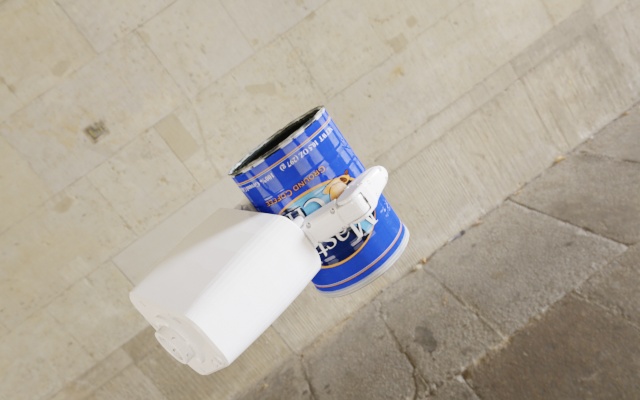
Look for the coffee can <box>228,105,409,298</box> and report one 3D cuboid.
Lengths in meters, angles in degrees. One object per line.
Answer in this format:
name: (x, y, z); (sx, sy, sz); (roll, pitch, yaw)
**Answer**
coffee can: (0.000, 0.001, 0.432); (0.103, 0.140, 0.102); (-33, 15, 10)
